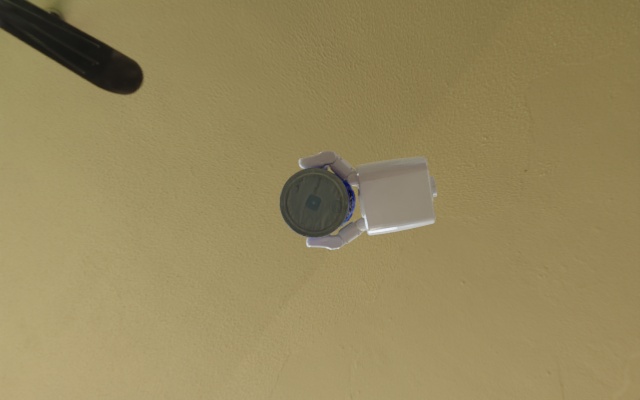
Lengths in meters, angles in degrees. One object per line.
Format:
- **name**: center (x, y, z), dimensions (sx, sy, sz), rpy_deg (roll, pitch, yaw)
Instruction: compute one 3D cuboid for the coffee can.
- **coffee can**: center (0.000, 0.003, 0.761), dimensions (0.103, 0.103, 0.140), rpy_deg (0, 1, 8)
